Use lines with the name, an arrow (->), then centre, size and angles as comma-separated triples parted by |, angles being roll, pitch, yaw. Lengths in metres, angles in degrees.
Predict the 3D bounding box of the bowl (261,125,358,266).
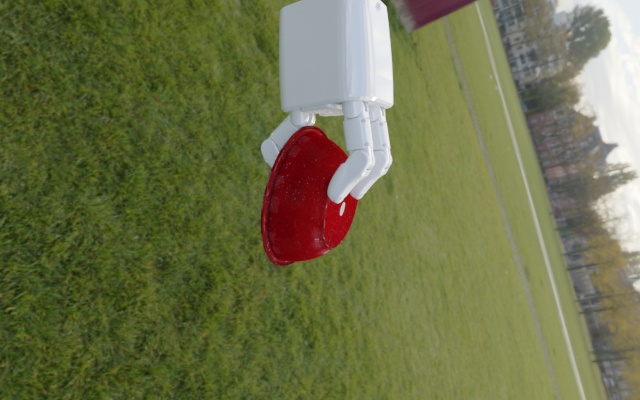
bowl -> 0.000, 0.003, 0.527 | 0.055, 0.162, 0.162 | 15, 6, 23
